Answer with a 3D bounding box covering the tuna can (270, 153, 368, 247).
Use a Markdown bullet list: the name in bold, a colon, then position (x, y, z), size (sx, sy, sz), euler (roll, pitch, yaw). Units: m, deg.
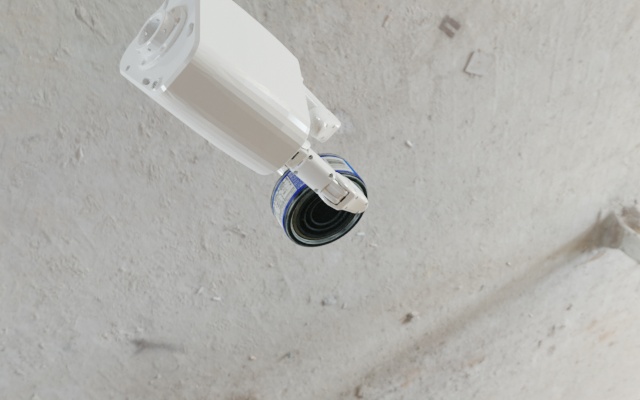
- **tuna can**: position (0.000, 0.002, 0.437), size (0.086, 0.086, 0.033), euler (0, 37, -33)
